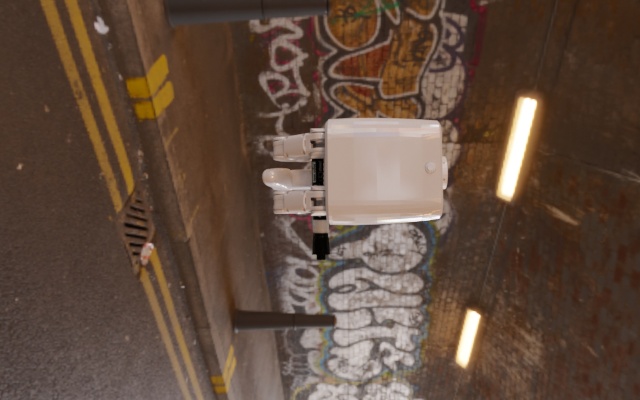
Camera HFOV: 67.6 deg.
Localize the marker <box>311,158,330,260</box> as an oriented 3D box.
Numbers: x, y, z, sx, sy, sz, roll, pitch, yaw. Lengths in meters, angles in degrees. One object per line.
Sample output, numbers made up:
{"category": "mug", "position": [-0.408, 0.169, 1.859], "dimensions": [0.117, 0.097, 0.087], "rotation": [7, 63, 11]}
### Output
{"category": "marker", "position": [0.000, 0.002, 0.500], "dimensions": [0.020, 0.121, 0.020], "rotation": [-1, -2, 0]}
